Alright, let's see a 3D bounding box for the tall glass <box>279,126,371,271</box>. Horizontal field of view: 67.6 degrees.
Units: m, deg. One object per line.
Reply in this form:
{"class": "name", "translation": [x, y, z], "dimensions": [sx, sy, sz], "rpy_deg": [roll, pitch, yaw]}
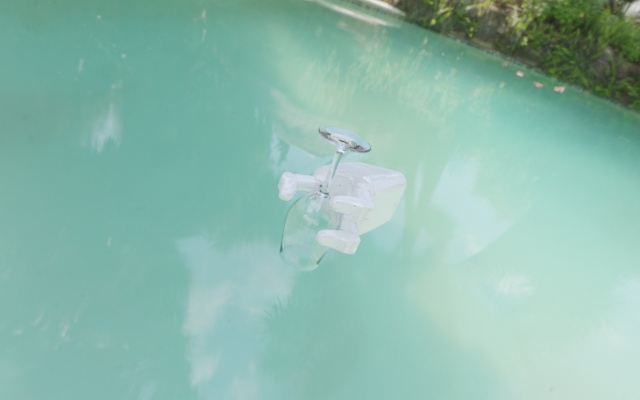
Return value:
{"class": "tall glass", "translation": [0.000, 0.002, 0.669], "dimensions": [0.079, 0.201, 0.079], "rpy_deg": [17, 26, -9]}
